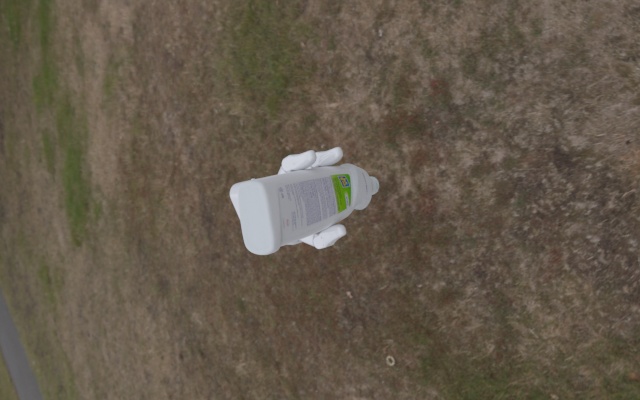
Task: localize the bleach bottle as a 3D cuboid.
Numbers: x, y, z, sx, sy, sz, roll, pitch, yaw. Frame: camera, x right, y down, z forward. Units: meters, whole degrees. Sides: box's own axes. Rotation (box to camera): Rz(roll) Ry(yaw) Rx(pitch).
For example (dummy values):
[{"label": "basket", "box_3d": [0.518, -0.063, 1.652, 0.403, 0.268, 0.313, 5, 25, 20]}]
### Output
[{"label": "bleach bottle", "box_3d": [0.000, 0.002, 0.706, 0.068, 0.102, 0.251, -3, 7, 45]}]
